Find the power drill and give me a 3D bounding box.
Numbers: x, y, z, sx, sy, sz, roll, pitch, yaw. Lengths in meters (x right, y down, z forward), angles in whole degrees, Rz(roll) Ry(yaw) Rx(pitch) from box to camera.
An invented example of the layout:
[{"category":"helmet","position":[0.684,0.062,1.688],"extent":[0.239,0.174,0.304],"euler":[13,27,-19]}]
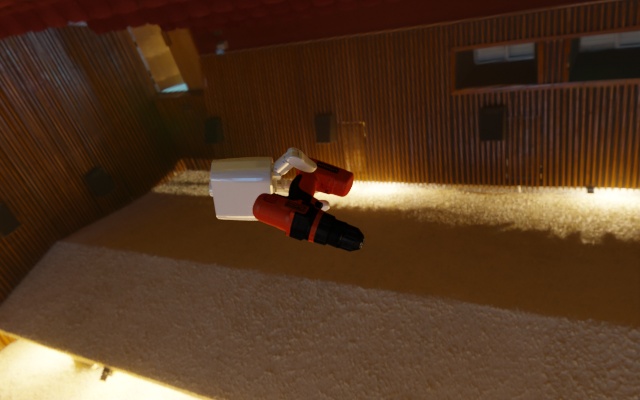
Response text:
[{"category":"power drill","position":[0.000,0.002,0.808],"extent":[0.184,0.057,0.187],"euler":[21,32,6]}]
